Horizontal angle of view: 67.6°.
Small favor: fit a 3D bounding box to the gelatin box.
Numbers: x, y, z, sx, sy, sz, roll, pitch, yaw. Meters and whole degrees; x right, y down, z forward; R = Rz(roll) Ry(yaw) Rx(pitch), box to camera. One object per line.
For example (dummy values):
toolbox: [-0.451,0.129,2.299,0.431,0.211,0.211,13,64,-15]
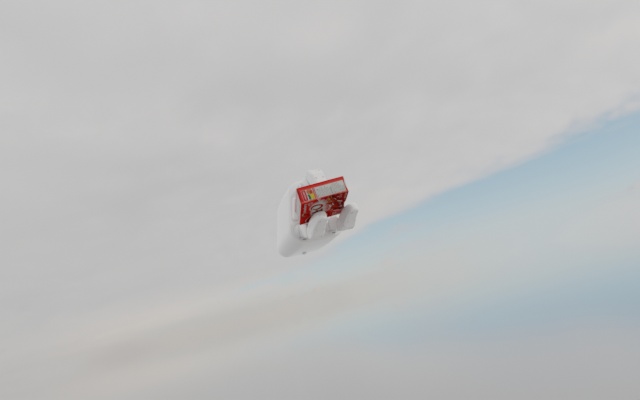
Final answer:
gelatin box: [0.000,0.002,0.725,0.073,0.030,0.089,-15,-22,-11]
